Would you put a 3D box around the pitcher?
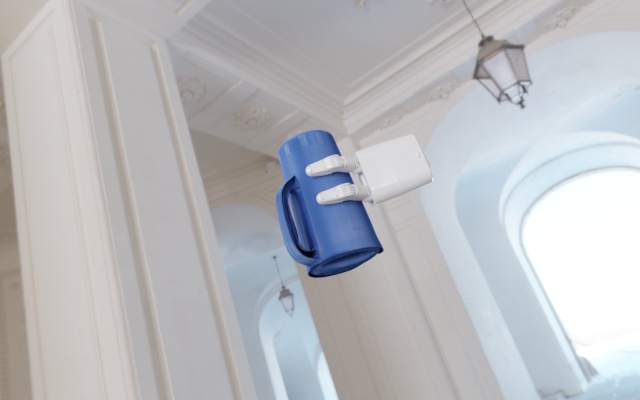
[{"bbox_3d":[0.000,0.003,0.823,0.145,0.242,0.149,-20,-21,2],"label":"pitcher"}]
